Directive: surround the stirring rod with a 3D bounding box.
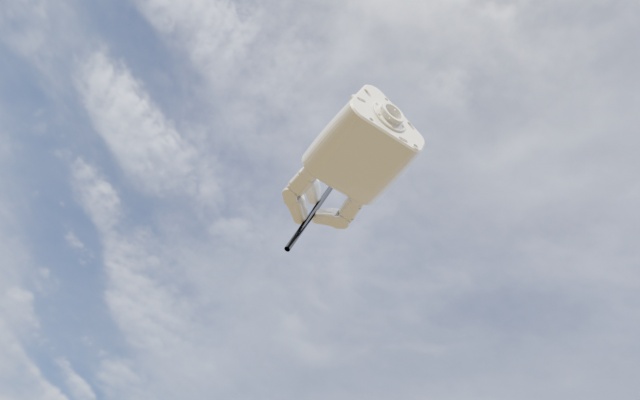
[{"bbox_3d":[0.000,0.002,0.697,0.011,0.011,0.239,0,29,24],"label":"stirring rod"}]
